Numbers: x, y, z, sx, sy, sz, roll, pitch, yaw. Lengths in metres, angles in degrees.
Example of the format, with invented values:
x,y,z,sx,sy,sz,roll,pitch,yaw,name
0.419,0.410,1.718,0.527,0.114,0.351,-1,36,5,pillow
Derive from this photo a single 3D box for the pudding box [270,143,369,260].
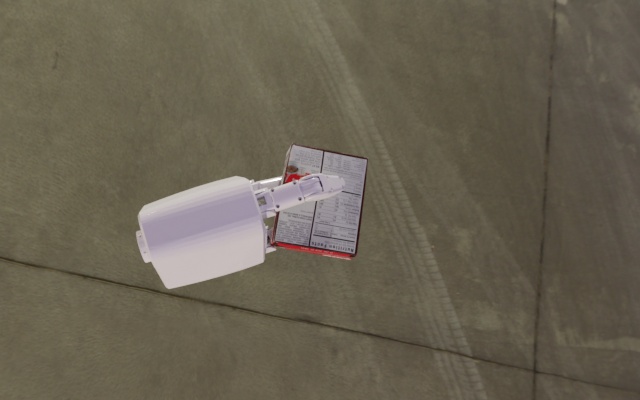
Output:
x,y,z,sx,sy,sz,roll,pitch,yaw,name
0.000,0.002,0.514,0.090,0.113,0.039,11,-13,-7,pudding box
